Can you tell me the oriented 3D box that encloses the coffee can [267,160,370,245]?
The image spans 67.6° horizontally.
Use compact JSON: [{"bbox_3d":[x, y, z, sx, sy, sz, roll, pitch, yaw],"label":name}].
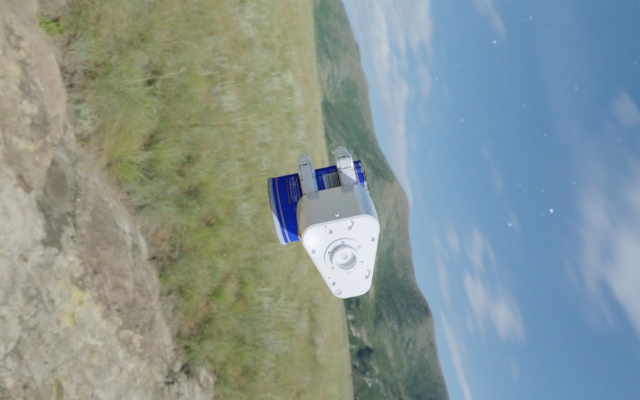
[{"bbox_3d":[0.000,0.002,0.716,0.140,0.103,0.103,-12,0,1],"label":"coffee can"}]
